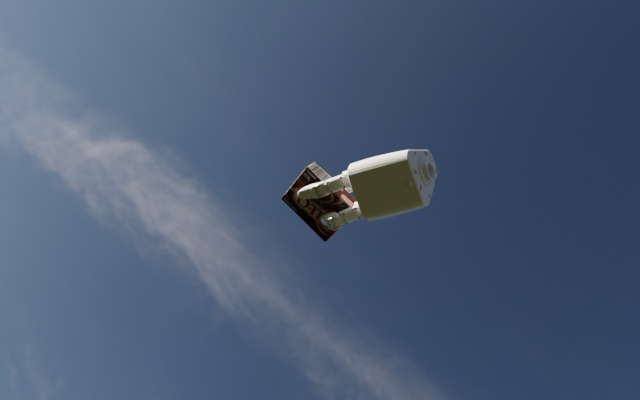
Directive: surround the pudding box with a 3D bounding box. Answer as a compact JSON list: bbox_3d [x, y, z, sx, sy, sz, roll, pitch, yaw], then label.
[{"bbox_3d":[0.000,0.003,0.826,0.090,0.113,0.039,-48,-6,35],"label":"pudding box"}]
